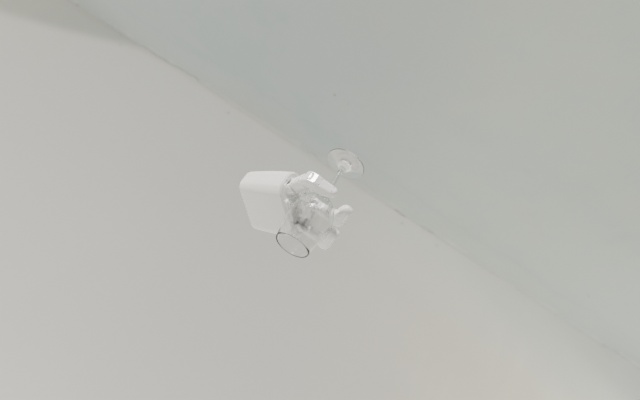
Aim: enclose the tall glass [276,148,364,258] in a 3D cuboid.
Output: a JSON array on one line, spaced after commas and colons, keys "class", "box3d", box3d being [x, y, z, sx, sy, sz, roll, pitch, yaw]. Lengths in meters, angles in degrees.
[{"class": "tall glass", "box3d": [0.001, 0.002, 0.822, 0.079, 0.201, 0.079, 22, -34, 16]}]
